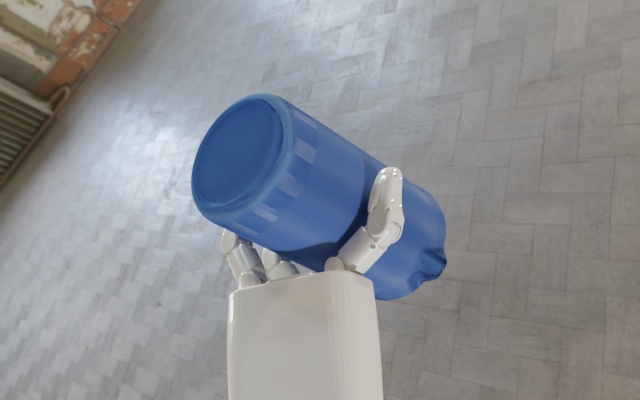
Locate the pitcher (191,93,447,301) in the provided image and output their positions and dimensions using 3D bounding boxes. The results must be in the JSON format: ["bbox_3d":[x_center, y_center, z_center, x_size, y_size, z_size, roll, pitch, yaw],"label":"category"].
[{"bbox_3d":[0.000,0.002,0.447,0.149,0.145,0.243,-23,-33,30],"label":"pitcher"}]
